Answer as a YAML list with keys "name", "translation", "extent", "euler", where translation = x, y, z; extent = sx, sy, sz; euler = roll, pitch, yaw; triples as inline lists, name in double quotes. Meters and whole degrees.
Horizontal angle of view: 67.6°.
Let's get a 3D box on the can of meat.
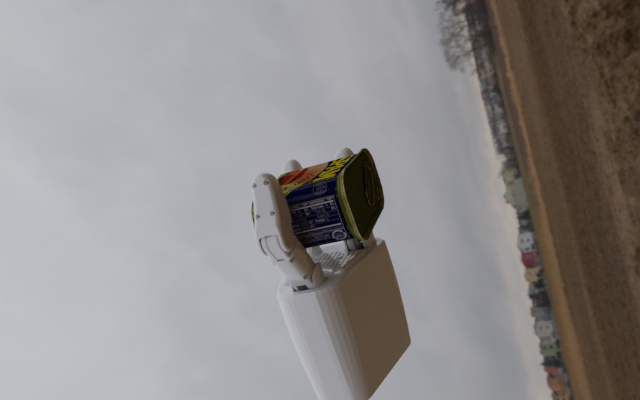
- name: "can of meat"
  translation: [0.000, 0.001, 0.401]
  extent: [0.084, 0.057, 0.102]
  euler: [-14, 15, 22]
